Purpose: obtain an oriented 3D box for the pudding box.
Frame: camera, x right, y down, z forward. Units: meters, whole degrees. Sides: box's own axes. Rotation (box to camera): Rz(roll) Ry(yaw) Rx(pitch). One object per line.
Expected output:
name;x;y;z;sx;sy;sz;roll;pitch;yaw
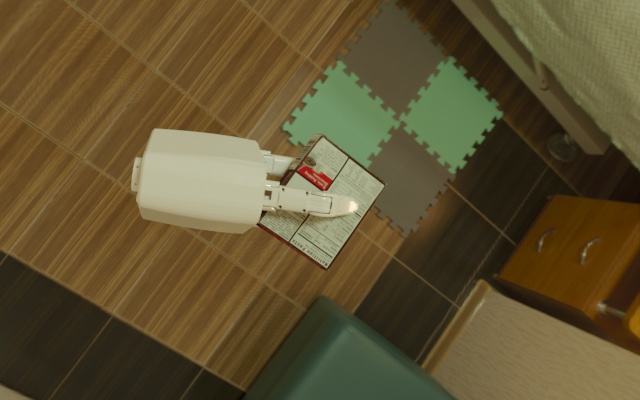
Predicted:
pudding box;0.000;0.002;0.492;0.090;0.113;0.039;37;-3;-15
